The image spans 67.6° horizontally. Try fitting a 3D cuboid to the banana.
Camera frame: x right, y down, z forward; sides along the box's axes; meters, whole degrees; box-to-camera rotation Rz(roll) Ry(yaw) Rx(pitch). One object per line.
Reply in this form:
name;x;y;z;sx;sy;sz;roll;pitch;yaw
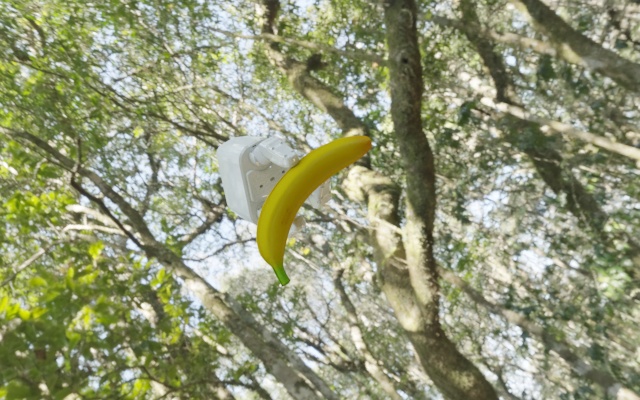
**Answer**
banana;-0.017;-0.006;0.536;0.069;0.197;0.037;34;-13;-9
